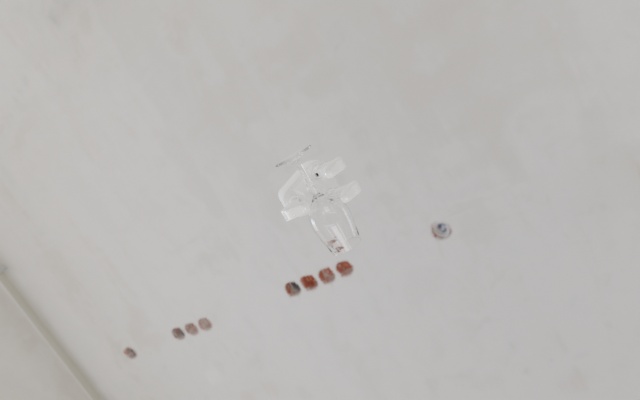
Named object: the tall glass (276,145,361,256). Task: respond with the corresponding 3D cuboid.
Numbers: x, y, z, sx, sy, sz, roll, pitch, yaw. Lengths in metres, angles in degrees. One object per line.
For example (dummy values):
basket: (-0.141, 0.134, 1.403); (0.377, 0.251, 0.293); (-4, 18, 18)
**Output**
tall glass: (0.000, 0.002, 0.879); (0.079, 0.201, 0.079); (-29, 12, 7)
